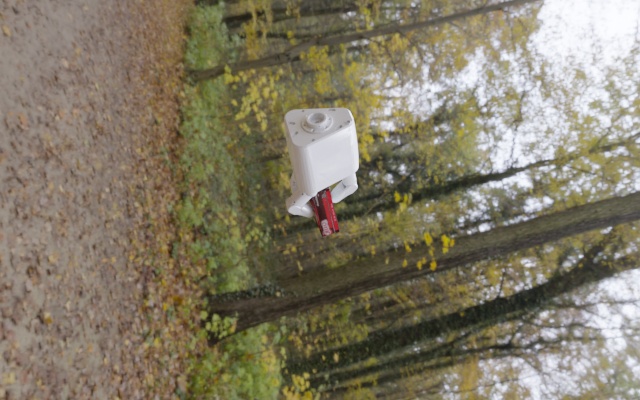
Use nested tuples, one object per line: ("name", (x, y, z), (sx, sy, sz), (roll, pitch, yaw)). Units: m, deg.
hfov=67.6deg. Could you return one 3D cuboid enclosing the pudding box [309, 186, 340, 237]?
("pudding box", (0.000, 0.003, 0.878), (0.039, 0.090, 0.113), (-14, 22, -3))
